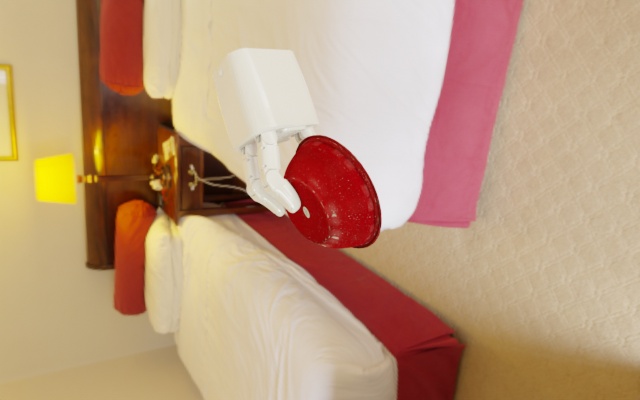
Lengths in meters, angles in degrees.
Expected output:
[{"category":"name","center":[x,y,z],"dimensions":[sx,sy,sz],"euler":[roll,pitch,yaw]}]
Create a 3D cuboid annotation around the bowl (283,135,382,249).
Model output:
[{"category":"bowl","center":[0.001,0.003,0.601],"dimensions":[0.055,0.162,0.162],"euler":[-31,17,-31]}]
